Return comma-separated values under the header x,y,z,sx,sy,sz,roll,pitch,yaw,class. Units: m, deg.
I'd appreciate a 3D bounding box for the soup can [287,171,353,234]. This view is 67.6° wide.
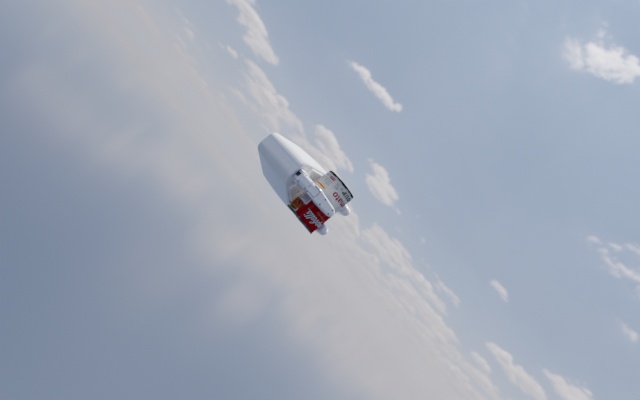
x,y,z,sx,sy,sz,roll,pitch,yaw,class
0.001,0.003,0.861,0.102,0.068,0.068,-40,3,-4,soup can
